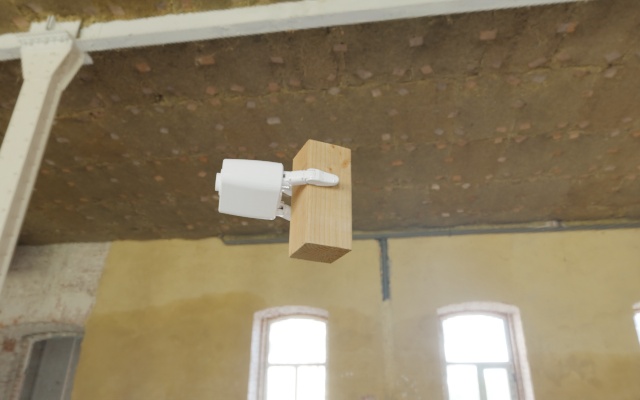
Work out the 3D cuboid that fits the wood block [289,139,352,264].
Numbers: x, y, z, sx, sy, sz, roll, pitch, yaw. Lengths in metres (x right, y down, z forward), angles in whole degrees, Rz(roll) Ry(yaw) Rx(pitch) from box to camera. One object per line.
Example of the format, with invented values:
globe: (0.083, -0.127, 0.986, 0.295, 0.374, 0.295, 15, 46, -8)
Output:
wood block: (0.000, 0.003, 0.896, 0.090, 0.206, 0.091, 11, -27, -21)
